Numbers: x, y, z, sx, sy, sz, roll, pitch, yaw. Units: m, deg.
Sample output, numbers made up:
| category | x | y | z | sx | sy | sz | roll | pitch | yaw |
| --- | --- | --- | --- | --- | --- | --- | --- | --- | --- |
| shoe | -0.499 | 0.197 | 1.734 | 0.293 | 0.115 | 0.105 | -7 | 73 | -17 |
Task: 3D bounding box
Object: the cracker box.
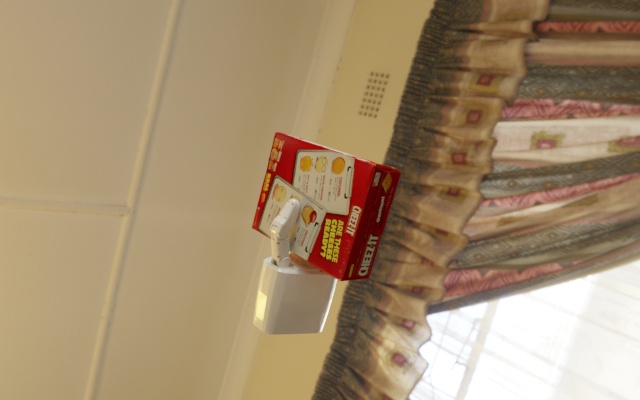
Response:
| category | x | y | z | sx | sy | sz | roll | pitch | yaw |
| --- | --- | --- | --- | --- | --- | --- | --- | --- | --- |
| cracker box | 0.000 | 0.002 | 0.713 | 0.072 | 0.164 | 0.213 | 6 | 13 | -46 |
